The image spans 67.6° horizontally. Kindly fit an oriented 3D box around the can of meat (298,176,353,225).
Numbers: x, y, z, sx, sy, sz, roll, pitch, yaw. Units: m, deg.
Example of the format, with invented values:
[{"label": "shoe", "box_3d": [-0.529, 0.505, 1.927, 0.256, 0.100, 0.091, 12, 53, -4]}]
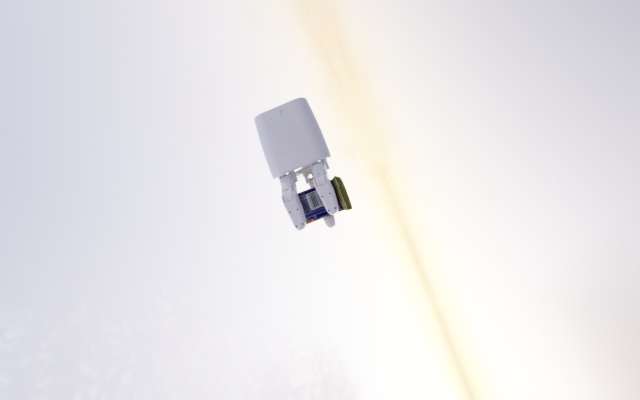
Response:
[{"label": "can of meat", "box_3d": [0.000, 0.003, 0.767, 0.084, 0.057, 0.102, -21, -2, 8]}]
